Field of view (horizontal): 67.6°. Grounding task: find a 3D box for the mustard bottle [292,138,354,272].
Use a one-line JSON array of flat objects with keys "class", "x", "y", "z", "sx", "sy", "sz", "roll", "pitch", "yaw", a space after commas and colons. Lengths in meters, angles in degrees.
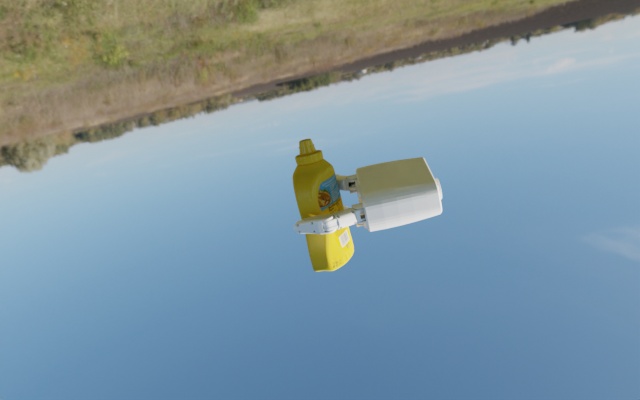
[{"class": "mustard bottle", "x": 0.000, "y": 0.003, "z": 0.714, "sx": 0.058, "sy": 0.192, "sz": 0.096, "roll": -6, "pitch": 16, "yaw": 27}]
